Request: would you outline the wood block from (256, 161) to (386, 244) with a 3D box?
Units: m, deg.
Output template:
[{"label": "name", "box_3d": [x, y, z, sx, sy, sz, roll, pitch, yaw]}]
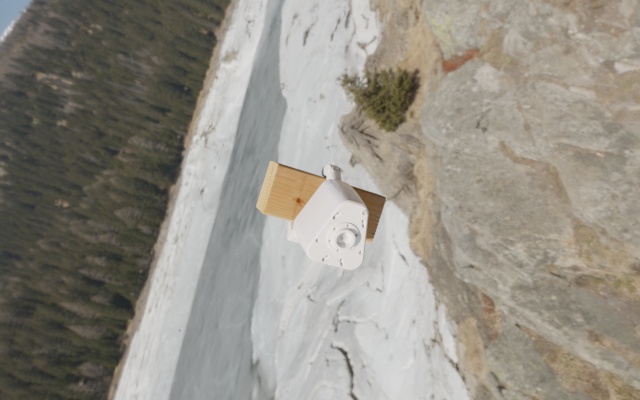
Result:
[{"label": "wood block", "box_3d": [0.000, 0.003, 0.867, 0.206, 0.091, 0.090, 17, 3, -17]}]
